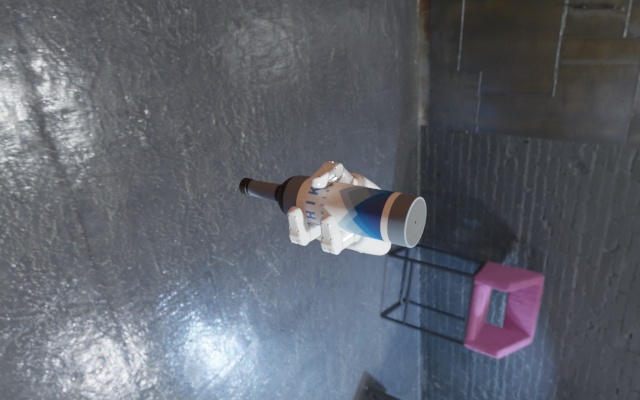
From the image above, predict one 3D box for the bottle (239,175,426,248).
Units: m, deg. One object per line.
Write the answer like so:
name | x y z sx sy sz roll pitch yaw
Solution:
bottle | 0.000 0.002 0.685 0.295 0.069 0.069 12 6 33
